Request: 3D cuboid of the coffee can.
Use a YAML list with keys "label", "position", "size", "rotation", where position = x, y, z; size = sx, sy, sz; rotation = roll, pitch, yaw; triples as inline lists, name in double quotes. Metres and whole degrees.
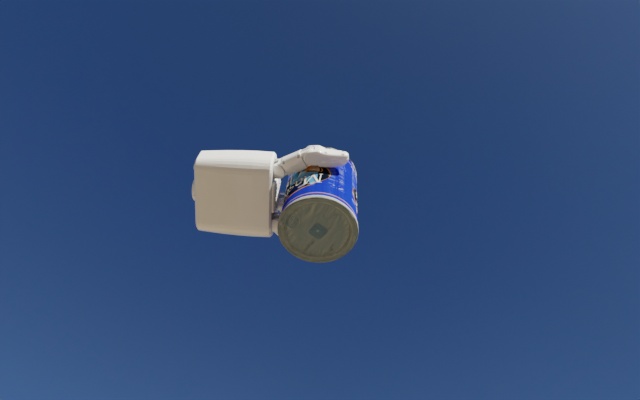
- label: "coffee can"
  position: [0.000, 0.002, 0.660]
  size: [0.103, 0.103, 0.140]
  rotation: [0, 32, 4]
